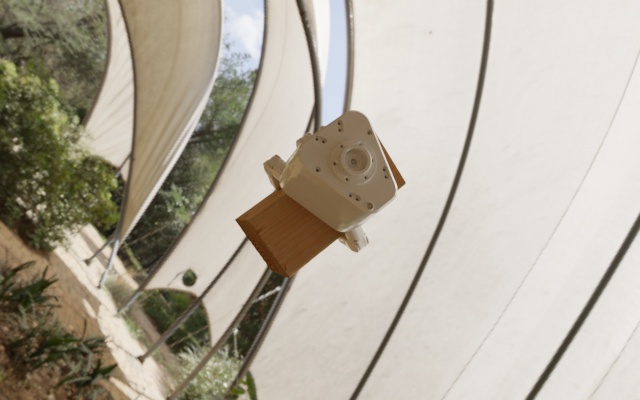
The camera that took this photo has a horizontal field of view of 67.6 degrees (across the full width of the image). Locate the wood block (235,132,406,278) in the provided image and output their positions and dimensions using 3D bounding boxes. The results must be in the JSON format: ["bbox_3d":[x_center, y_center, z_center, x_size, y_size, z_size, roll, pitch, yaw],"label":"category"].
[{"bbox_3d":[0.001,0.002,0.647,0.206,0.091,0.090,-37,11,-18],"label":"wood block"}]
